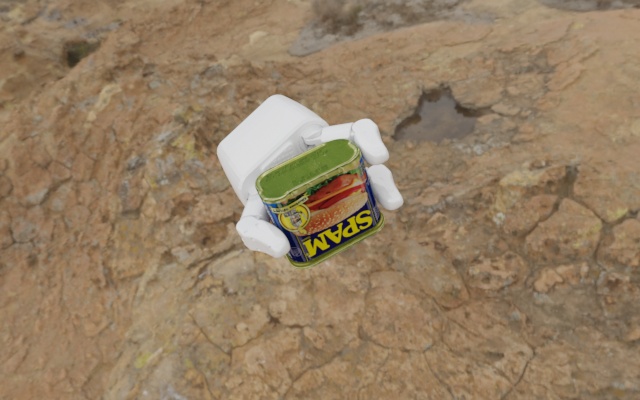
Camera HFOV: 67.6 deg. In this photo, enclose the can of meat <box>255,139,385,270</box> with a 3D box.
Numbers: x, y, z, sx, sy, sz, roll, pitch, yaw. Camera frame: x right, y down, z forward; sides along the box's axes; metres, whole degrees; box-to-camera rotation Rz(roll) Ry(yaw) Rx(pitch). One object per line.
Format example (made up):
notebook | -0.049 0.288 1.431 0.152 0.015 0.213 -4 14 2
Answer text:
can of meat | 0.000 0.001 0.440 0.102 0.084 0.057 -27 35 -8
